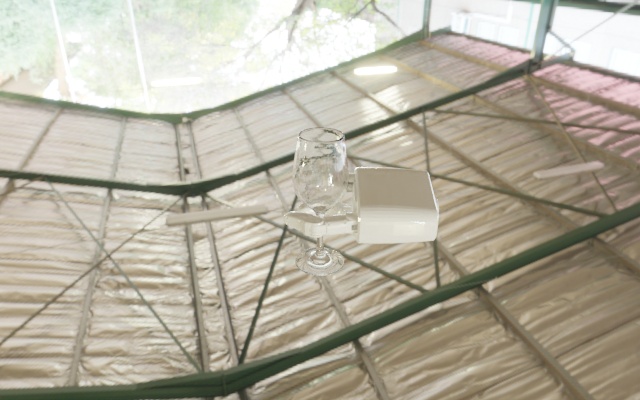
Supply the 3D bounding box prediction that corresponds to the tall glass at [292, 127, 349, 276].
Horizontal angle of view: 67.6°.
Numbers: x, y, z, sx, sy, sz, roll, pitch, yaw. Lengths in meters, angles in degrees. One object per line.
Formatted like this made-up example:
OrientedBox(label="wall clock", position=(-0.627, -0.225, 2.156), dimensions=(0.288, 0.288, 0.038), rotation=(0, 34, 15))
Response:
OrientedBox(label="tall glass", position=(0.000, 0.003, 0.673), dimensions=(0.079, 0.201, 0.079), rotation=(0, 27, 0))
